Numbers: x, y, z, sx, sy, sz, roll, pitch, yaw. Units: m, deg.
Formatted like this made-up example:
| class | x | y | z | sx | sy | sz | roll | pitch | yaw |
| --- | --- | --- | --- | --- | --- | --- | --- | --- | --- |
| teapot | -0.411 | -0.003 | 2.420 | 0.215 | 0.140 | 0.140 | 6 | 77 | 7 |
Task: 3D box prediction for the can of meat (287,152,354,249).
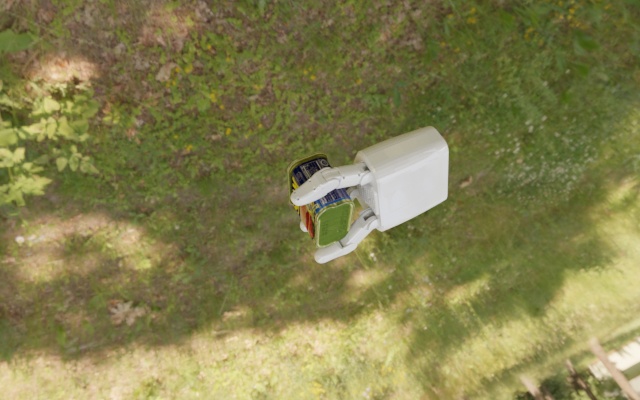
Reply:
| class | x | y | z | sx | sy | sz | roll | pitch | yaw |
| --- | --- | --- | --- | --- | --- | --- | --- | --- | --- |
| can of meat | 0.000 | 0.002 | 0.625 | 0.057 | 0.084 | 0.102 | -21 | -31 | -16 |
